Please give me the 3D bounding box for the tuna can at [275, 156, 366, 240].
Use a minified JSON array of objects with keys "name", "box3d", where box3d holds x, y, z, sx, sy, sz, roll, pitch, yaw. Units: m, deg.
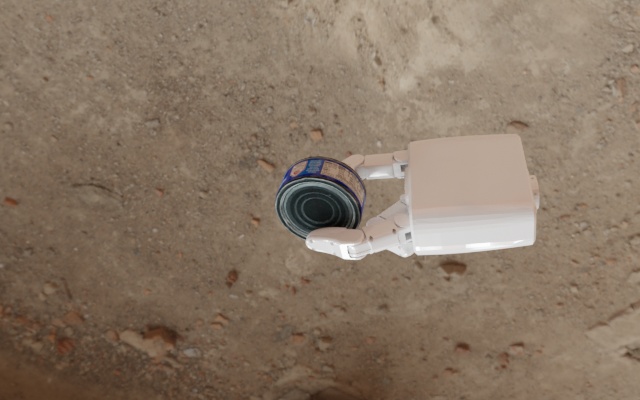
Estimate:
[{"name":"tuna can","box3d":[0.000,0.002,0.464,0.086,0.086,0.033,0,39,15]}]
